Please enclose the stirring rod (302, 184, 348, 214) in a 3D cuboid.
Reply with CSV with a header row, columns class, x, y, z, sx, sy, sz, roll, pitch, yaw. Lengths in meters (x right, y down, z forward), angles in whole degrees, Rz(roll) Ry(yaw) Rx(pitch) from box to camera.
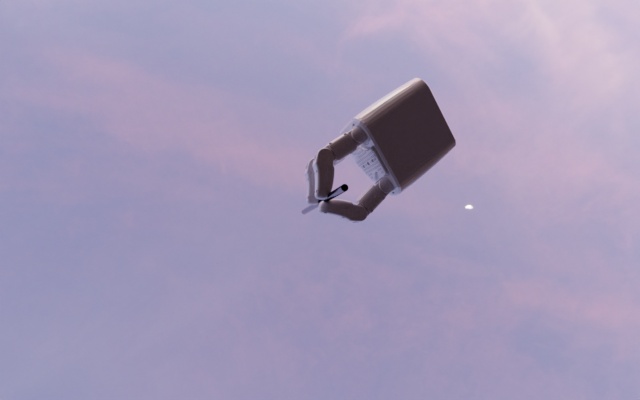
class,x,y,z,sx,sy,sz,roll,pitch,yaw
stirring rod,0.000,0.002,0.613,0.011,0.011,0.239,0,-7,-12
